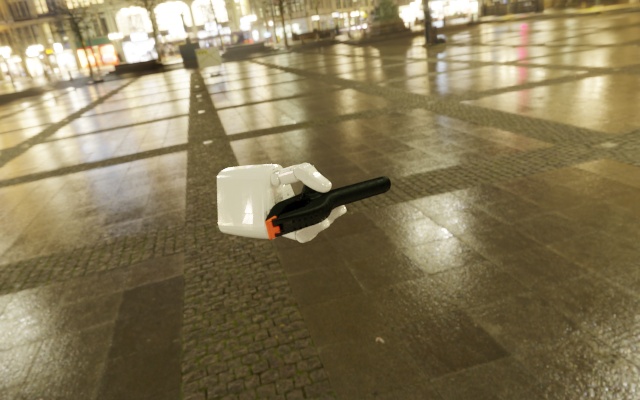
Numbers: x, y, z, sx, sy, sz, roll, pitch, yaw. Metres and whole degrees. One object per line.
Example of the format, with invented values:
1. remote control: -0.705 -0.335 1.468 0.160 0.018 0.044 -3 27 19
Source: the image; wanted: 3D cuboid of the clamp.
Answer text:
1. clamp: -0.001 0.002 0.718 0.164 0.036 0.210 -1 21 33
